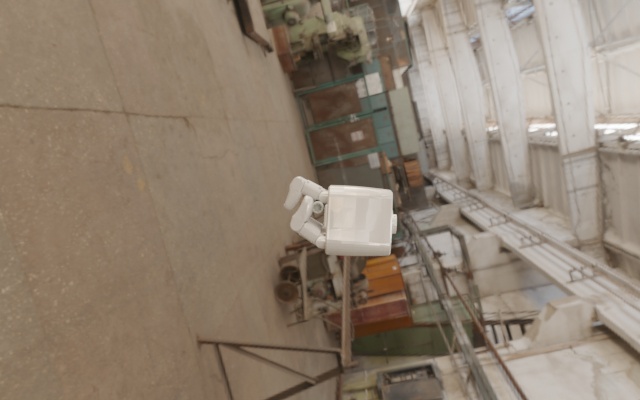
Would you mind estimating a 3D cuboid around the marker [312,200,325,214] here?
[{"bbox_3d":[0.000,0.003,0.832,0.020,0.020,0.121,0,9,5],"label":"marker"}]
